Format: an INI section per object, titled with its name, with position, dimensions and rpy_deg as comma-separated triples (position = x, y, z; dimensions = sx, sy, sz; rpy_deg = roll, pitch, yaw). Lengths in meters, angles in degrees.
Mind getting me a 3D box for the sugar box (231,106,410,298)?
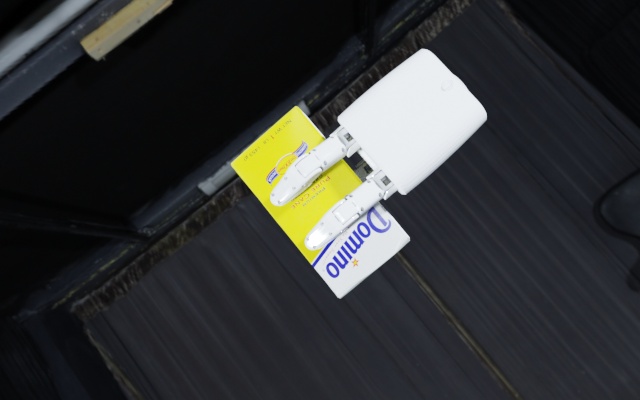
[sugar box]
position = 0.000, 0.001, 0.488
dimensions = 0.093, 0.176, 0.048
rpy_deg = -41, -9, 6
